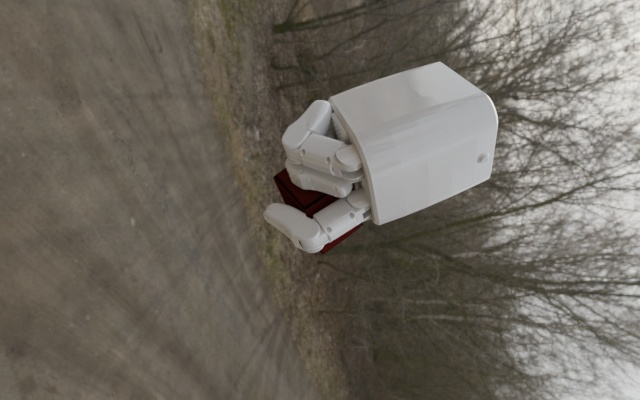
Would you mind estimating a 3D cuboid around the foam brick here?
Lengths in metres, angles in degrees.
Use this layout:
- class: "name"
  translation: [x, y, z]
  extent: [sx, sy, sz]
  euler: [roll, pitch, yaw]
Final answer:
- class: "foam brick"
  translation: [0.000, 0.002, 0.441]
  extent: [0.051, 0.053, 0.078]
  euler: [-36, -35, -13]
